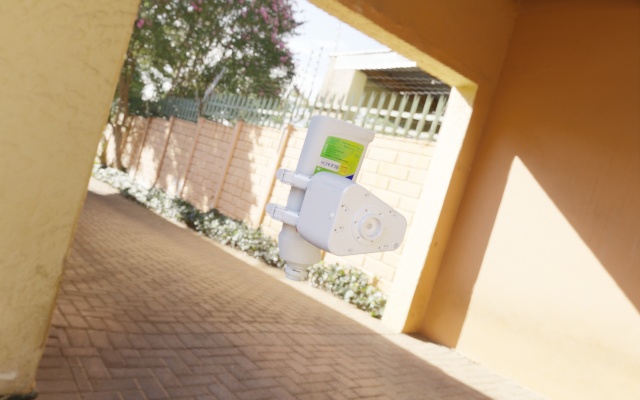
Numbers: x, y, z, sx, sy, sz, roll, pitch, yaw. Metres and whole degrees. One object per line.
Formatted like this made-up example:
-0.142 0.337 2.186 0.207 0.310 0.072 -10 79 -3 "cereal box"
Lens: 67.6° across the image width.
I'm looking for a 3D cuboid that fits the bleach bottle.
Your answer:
0.000 0.002 0.734 0.102 0.251 0.068 14 4 -25 "bleach bottle"
